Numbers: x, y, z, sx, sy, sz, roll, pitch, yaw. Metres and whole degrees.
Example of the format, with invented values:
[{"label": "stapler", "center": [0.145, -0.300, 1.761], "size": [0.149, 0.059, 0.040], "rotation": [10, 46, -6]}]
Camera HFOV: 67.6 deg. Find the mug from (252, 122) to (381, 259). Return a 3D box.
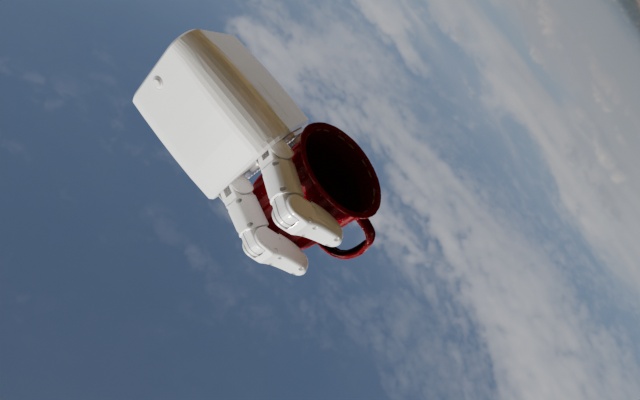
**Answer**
[{"label": "mug", "center": [0.001, 0.003, 0.423], "size": [0.081, 0.117, 0.093], "rotation": [-35, 5, 36]}]
